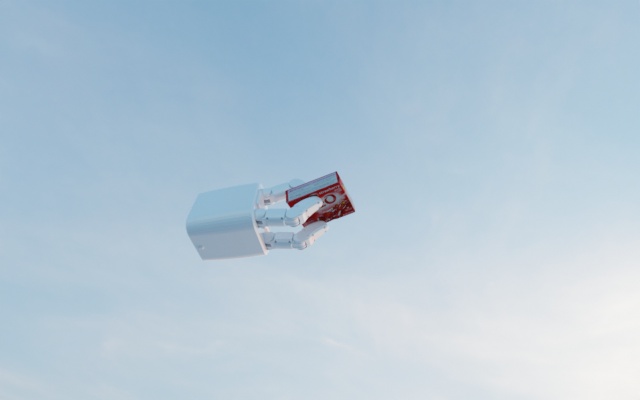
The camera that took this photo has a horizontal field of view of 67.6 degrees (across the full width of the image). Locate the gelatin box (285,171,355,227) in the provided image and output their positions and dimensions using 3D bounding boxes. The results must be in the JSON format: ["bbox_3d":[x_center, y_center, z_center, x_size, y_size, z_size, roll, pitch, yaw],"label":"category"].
[{"bbox_3d":[0.000,0.002,0.740,0.089,0.030,0.073,-21,-46,10],"label":"gelatin box"}]
